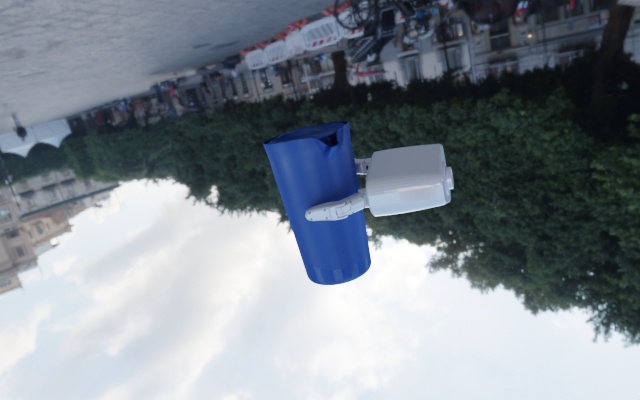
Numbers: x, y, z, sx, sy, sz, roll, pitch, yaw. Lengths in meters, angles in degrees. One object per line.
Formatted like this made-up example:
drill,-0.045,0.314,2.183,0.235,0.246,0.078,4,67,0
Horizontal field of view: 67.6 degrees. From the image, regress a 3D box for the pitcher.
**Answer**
pitcher,0.000,0.002,0.757,0.145,0.243,0.149,-8,16,19
